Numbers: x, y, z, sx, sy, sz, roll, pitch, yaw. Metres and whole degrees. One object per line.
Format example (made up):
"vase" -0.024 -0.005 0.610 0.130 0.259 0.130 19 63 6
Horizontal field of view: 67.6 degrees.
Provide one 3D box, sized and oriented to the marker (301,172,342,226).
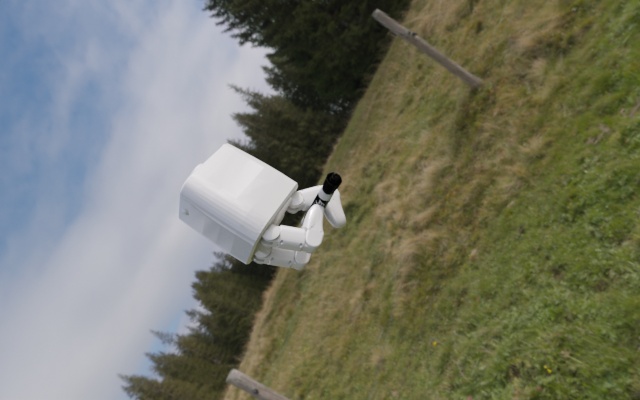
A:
"marker" 0.000 0.002 0.586 0.020 0.020 0.121 0 -28 -18
